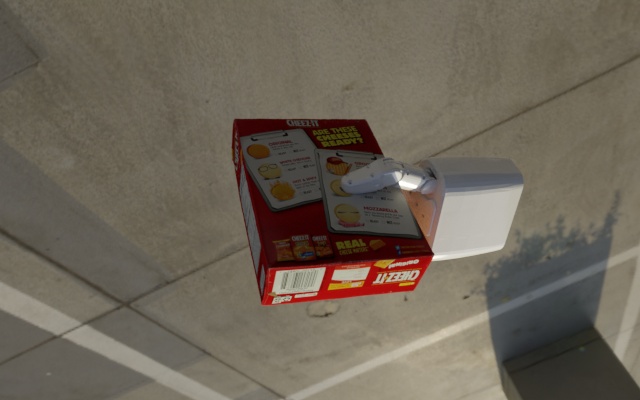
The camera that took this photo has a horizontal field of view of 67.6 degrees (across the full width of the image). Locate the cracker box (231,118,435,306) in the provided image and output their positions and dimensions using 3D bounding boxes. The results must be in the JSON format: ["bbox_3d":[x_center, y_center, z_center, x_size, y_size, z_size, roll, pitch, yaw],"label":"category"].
[{"bbox_3d":[0.000,0.002,0.514,0.164,0.213,0.072,-3,-44,-19],"label":"cracker box"}]
